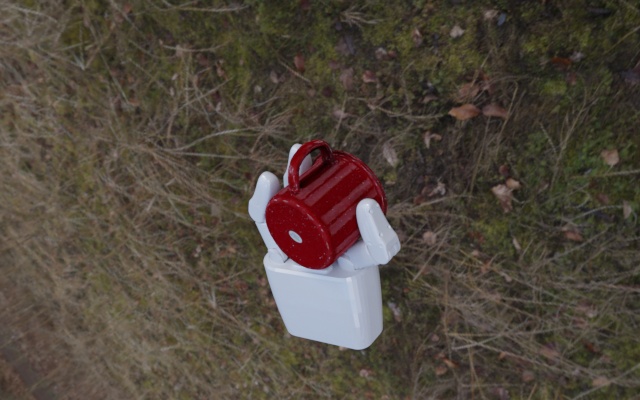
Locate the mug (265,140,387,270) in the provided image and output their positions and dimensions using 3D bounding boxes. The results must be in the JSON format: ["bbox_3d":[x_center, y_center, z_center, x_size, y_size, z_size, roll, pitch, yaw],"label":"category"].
[{"bbox_3d":[0.000,0.000,0.445,0.093,0.117,0.081,15,41,38],"label":"mug"}]
